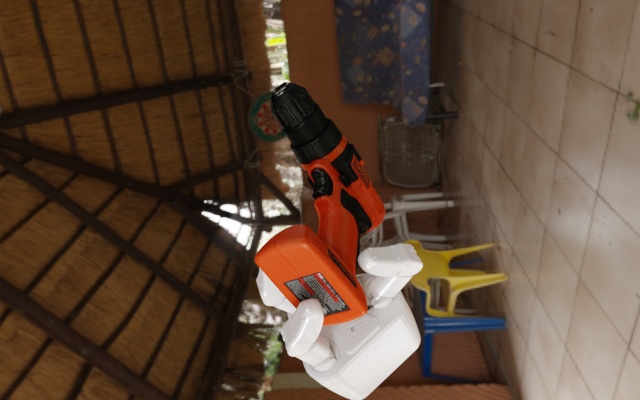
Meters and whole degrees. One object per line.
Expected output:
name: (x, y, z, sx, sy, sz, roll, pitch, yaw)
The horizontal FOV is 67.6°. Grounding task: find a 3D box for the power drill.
power drill: (0.000, 0.002, 0.435, 0.057, 0.184, 0.187, -22, 32, 28)
